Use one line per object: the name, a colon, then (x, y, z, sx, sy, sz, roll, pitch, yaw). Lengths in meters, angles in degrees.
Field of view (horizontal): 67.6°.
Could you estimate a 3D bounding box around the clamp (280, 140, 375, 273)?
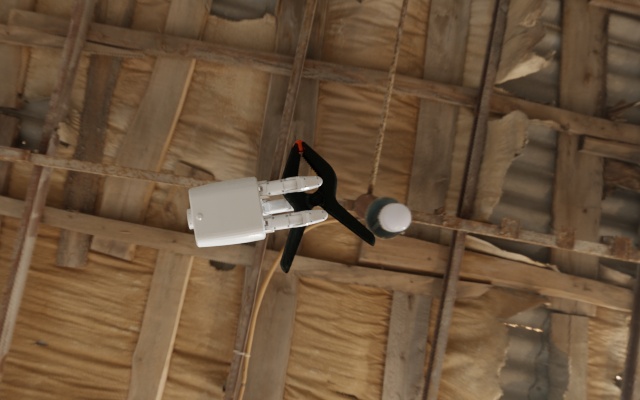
clamp: (0.000, 0.002, 0.788, 0.164, 0.210, 0.036, -9, -2, -14)
